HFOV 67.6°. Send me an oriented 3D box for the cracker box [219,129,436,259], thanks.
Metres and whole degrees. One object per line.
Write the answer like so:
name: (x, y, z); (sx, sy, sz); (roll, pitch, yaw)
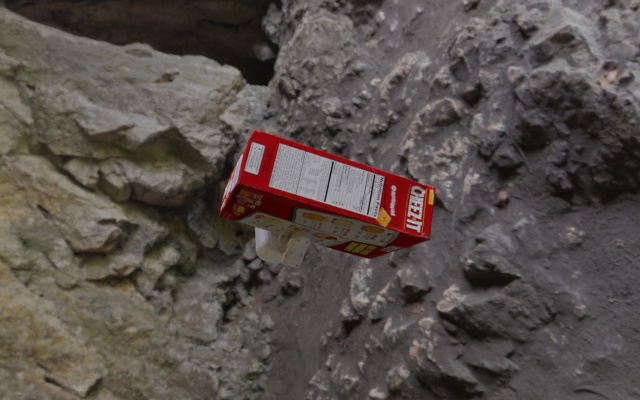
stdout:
cracker box: (0.000, 0.002, 0.563); (0.214, 0.072, 0.164); (16, -18, -14)
